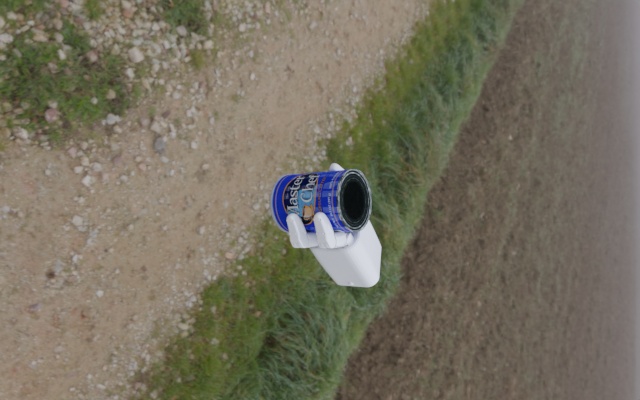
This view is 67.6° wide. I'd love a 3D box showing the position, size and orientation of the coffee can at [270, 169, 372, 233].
[{"bbox_3d":[0.000,0.002,0.802,0.140,0.103,0.103,-3,-2,36],"label":"coffee can"}]
